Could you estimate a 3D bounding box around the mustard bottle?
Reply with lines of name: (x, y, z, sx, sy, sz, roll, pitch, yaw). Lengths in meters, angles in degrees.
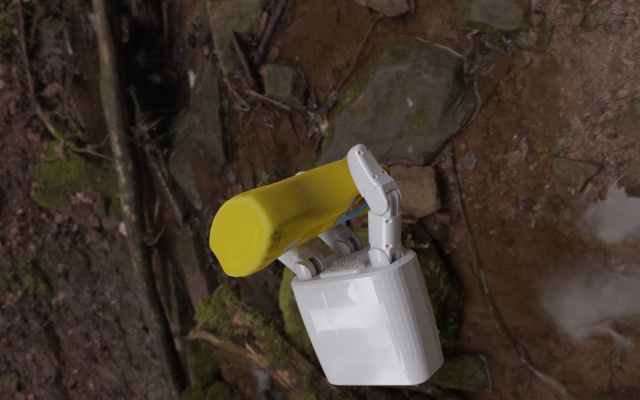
mustard bottle: (0.000, 0.001, 0.429, 0.191, 0.058, 0.096, -24, -15, -41)
